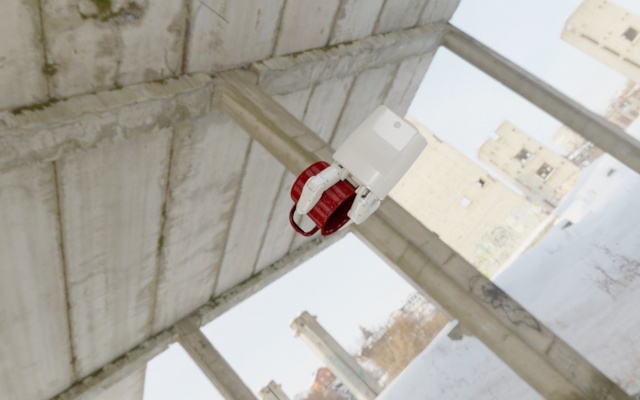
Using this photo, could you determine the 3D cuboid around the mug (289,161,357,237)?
[{"bbox_3d":[-0.001,0.003,0.734,0.081,0.117,0.093,44,3,21],"label":"mug"}]
